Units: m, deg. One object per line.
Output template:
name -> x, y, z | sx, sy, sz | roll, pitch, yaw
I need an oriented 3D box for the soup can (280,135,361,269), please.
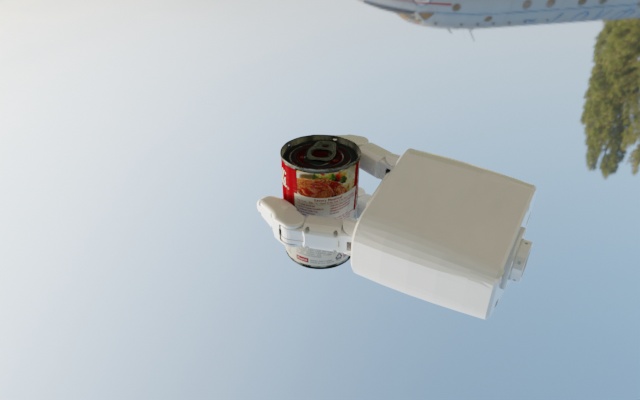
soup can -> 0.000, 0.002, 0.425 | 0.068, 0.102, 0.068 | 0, 32, 0
